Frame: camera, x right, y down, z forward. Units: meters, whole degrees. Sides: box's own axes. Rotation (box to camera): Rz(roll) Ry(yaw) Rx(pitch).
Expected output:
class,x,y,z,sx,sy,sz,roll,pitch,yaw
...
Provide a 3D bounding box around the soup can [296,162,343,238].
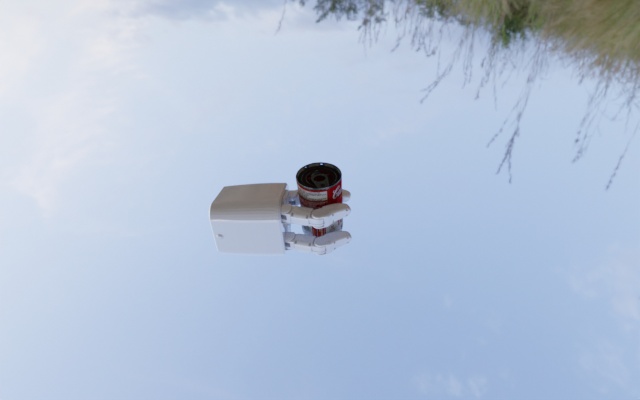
class,x,y,z,sx,sy,sz,roll,pitch,yaw
soup can,0.001,0.003,0.729,0.068,0.102,0.068,-2,38,2
